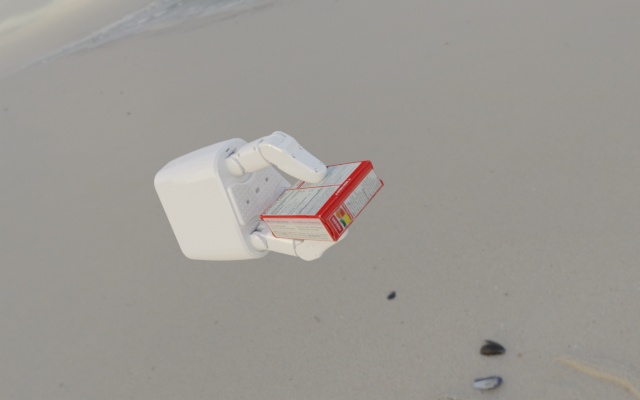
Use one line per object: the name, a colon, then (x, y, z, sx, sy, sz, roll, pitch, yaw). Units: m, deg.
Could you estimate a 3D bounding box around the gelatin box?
gelatin box: (0.000, 0.001, 0.416, 0.089, 0.030, 0.073, -4, 36, 51)
